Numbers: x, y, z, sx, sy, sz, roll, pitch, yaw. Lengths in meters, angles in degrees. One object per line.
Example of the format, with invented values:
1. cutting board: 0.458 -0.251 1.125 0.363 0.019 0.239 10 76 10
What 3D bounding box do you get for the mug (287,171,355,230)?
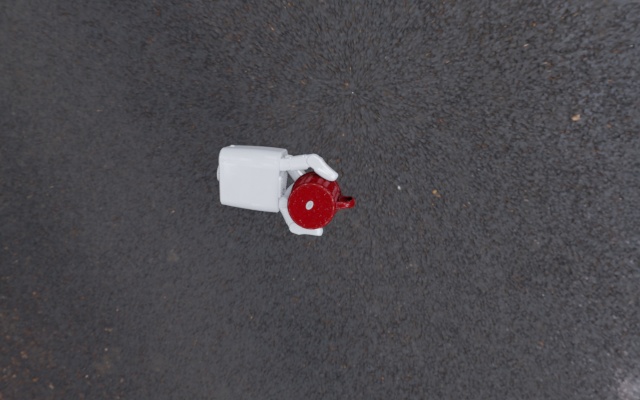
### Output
1. mug: 0.002 0.003 0.816 0.117 0.093 0.081 5 13 5
